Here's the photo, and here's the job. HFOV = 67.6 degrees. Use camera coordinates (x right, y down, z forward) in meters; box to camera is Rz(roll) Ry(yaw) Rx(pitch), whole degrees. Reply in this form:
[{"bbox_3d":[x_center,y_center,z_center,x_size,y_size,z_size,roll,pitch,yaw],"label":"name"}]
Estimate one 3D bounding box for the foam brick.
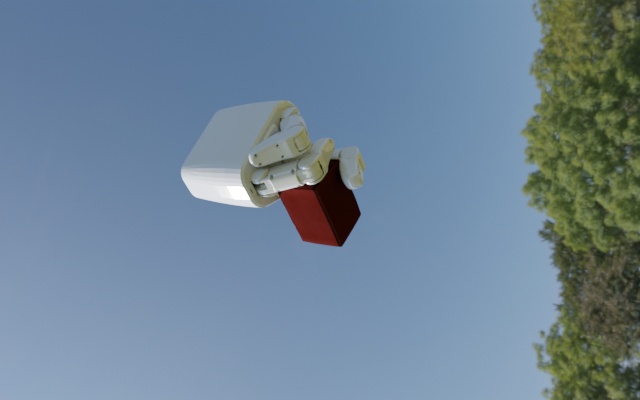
[{"bbox_3d":[0.000,0.002,0.502,0.051,0.078,0.053,2,40,36],"label":"foam brick"}]
